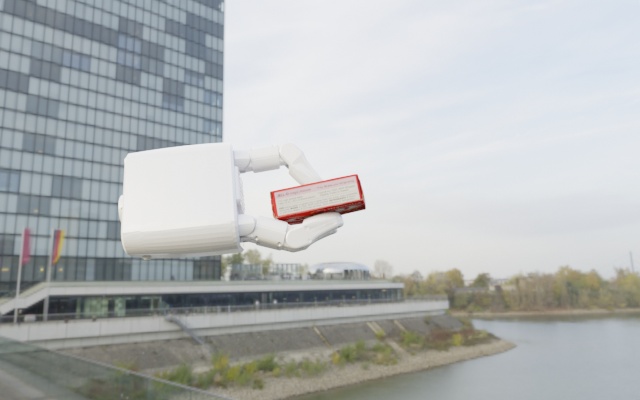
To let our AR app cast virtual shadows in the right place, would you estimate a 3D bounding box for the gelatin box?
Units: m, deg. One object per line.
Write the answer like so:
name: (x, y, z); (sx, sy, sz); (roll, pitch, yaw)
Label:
gelatin box: (0.000, 0.001, 0.486); (0.089, 0.030, 0.073); (-12, -9, 6)
